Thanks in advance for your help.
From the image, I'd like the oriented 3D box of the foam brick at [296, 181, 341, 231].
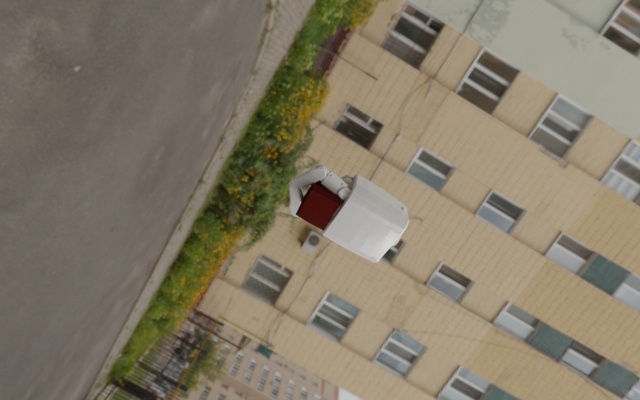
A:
[{"bbox_3d":[0.000,0.003,0.762,0.051,0.053,0.078,31,20,-4],"label":"foam brick"}]
